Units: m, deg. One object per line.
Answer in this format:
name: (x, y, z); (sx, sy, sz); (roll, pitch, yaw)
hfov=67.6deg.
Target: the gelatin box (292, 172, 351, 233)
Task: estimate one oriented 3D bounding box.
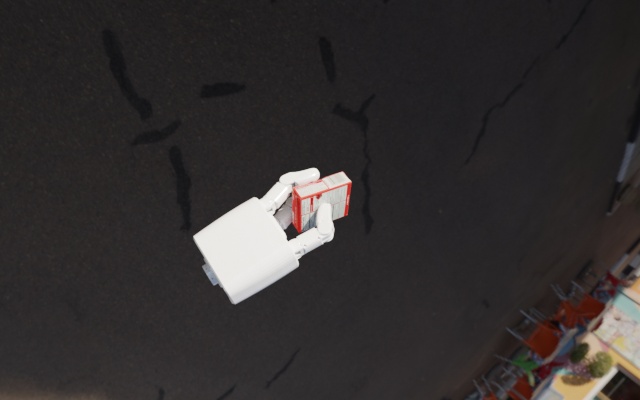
gelatin box: (0.001, 0.003, 0.725); (0.089, 0.073, 0.030); (-19, 49, -21)
